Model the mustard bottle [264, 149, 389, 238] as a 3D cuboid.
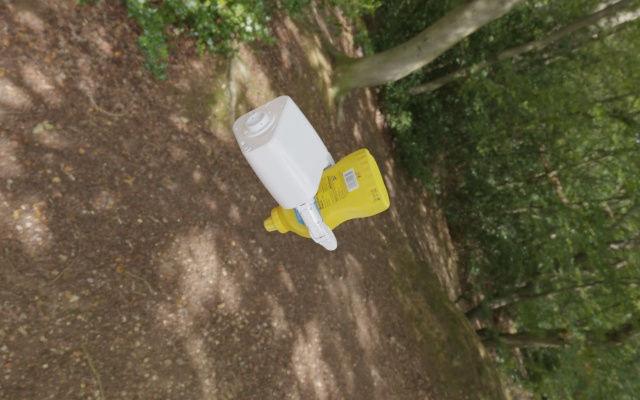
[{"bbox_3d":[0.000,0.002,0.714,0.191,0.096,0.058,-24,-27,16],"label":"mustard bottle"}]
